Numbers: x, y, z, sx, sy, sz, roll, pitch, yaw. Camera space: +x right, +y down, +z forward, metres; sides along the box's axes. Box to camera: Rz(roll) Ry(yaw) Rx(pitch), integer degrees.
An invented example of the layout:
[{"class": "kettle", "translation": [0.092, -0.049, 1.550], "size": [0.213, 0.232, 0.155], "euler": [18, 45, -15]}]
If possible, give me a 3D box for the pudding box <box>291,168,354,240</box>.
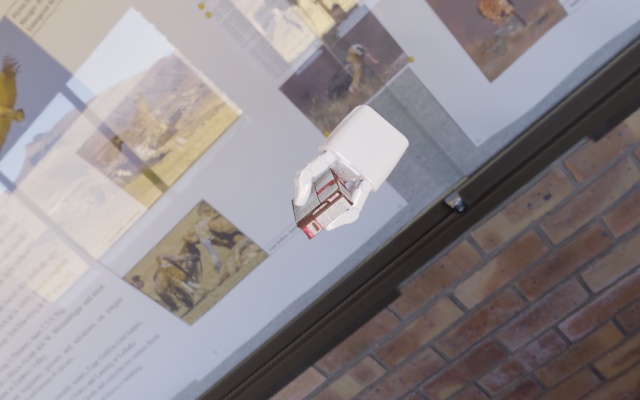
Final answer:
[{"class": "pudding box", "translation": [0.000, 0.002, 0.766], "size": [0.090, 0.039, 0.113], "euler": [-40, 18, 9]}]
